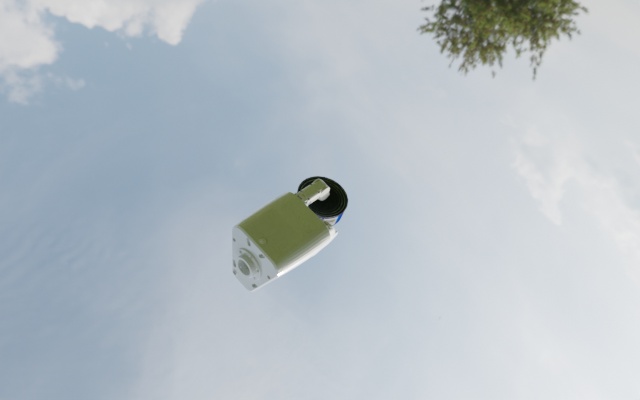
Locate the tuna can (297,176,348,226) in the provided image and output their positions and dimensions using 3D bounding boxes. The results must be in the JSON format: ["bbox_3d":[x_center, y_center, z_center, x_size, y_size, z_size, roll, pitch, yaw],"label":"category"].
[{"bbox_3d":[0.000,0.003,0.789,0.086,0.086,0.034,0,-38,-19],"label":"tuna can"}]
